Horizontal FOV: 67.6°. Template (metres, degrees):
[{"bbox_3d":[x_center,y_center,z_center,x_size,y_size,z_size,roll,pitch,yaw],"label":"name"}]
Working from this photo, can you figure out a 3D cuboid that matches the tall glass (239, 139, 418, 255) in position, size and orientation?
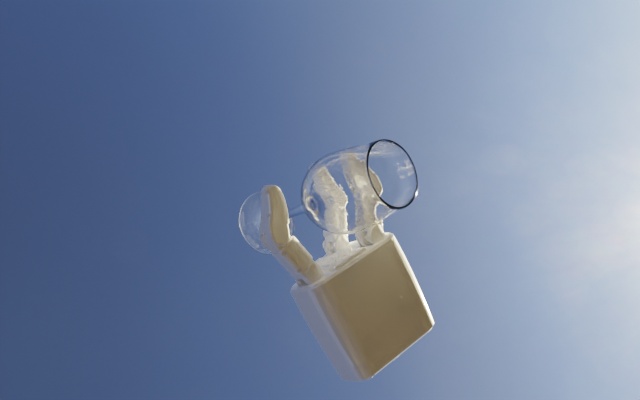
[{"bbox_3d":[0.000,0.002,0.474,0.079,0.079,0.201,0,-14,-39],"label":"tall glass"}]
